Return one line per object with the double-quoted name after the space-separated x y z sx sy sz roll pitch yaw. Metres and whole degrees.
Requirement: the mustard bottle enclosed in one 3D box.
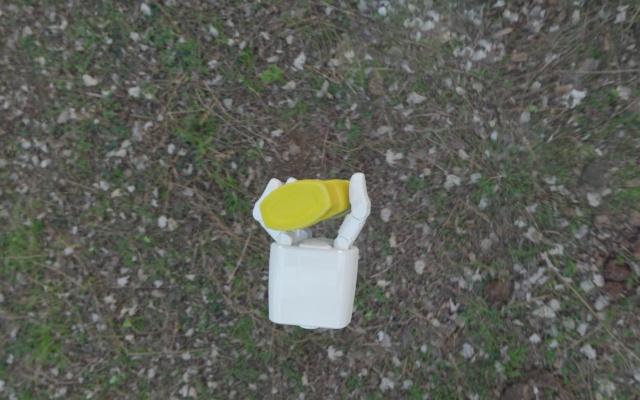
0.000 0.002 0.659 0.096 0.058 0.191 -20 -4 20 "mustard bottle"
